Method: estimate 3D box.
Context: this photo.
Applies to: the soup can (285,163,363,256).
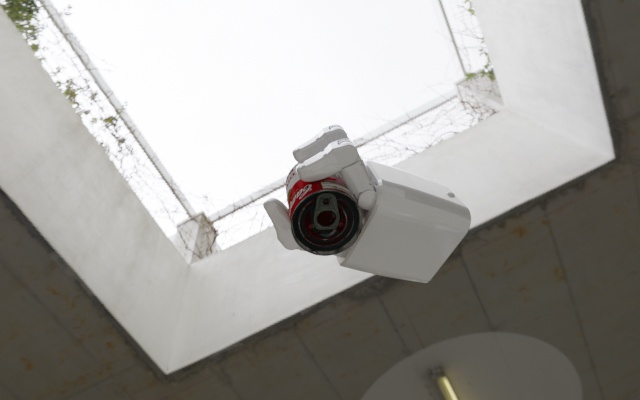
[{"bbox_3d":[0.000,0.001,0.486,0.068,0.068,0.102,0,24,-8],"label":"soup can"}]
